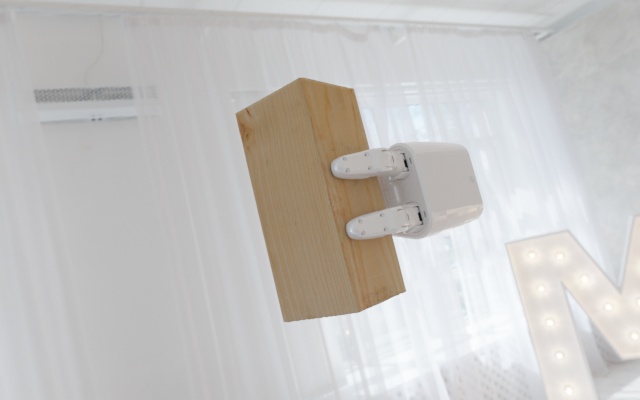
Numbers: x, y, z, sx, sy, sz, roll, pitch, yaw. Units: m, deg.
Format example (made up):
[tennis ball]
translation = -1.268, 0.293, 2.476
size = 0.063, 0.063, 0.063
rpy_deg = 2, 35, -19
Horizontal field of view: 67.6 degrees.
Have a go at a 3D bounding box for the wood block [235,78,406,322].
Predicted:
[wood block]
translation = 0.000, 0.001, 0.462
size = 0.091, 0.206, 0.090
rpy_deg = -19, -8, 38
